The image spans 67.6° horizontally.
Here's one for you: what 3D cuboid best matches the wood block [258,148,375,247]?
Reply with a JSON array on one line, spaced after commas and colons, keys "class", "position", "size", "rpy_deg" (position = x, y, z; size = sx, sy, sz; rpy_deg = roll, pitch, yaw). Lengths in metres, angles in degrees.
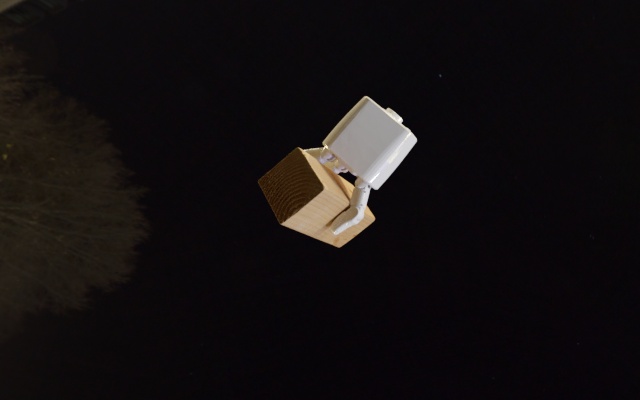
[{"class": "wood block", "position": [0.001, 0.003, 0.806], "size": [0.090, 0.090, 0.206], "rpy_deg": [-39, -29, 13]}]
